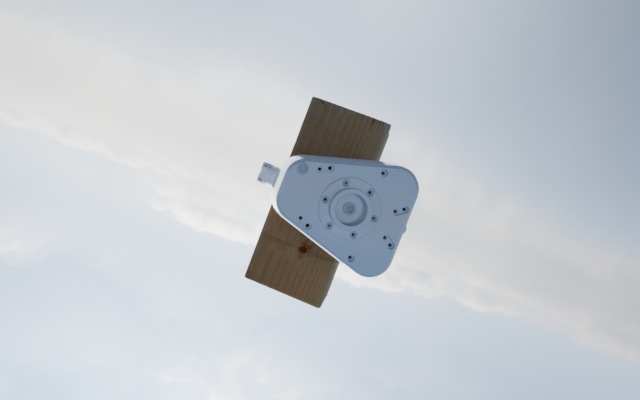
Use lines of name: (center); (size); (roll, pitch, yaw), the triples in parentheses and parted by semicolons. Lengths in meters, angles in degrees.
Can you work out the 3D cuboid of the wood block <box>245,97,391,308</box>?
wood block: (0.000, 0.002, 0.542); (0.091, 0.206, 0.090); (22, 2, 6)
